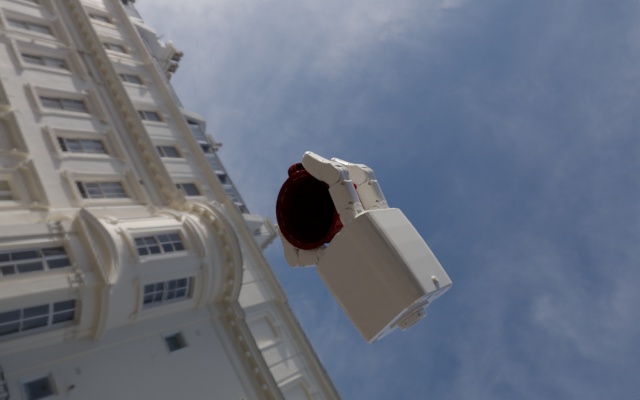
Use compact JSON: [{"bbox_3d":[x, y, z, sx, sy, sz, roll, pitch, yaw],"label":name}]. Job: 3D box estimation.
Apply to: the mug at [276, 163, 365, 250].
[{"bbox_3d":[-0.001,0.001,0.591,0.093,0.117,0.081,-46,-25,28],"label":"mug"}]
